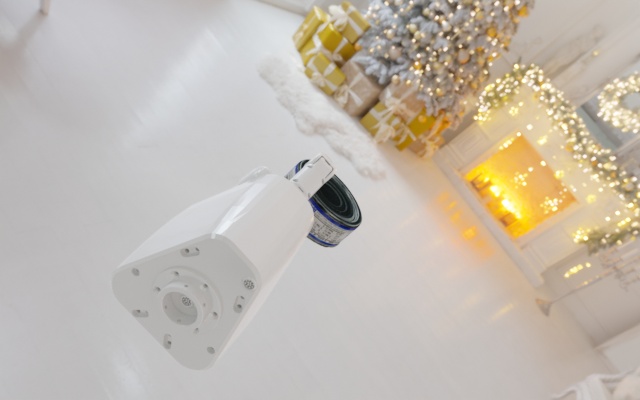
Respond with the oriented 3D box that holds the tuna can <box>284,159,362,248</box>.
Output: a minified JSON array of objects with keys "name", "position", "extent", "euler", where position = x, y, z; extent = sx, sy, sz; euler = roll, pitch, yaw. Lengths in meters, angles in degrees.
[{"name":"tuna can","position":[0.000,0.001,0.463],"extent":[0.034,0.086,0.086],"euler":[-42,-20,23]}]
